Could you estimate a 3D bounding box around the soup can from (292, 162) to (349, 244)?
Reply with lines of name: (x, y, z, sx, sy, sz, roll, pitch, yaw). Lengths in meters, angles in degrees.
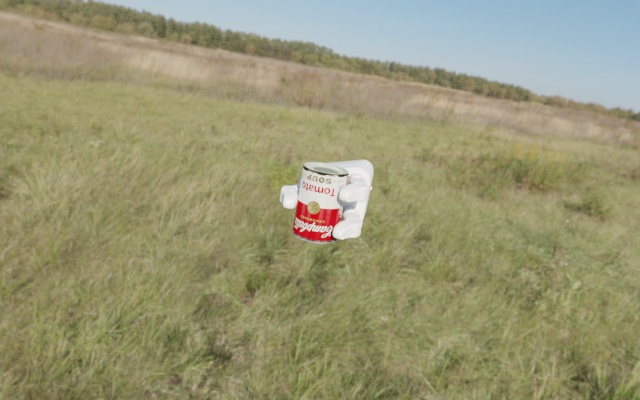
soup can: (0.000, 0.002, 0.684, 0.068, 0.102, 0.068, 9, 16, -3)
